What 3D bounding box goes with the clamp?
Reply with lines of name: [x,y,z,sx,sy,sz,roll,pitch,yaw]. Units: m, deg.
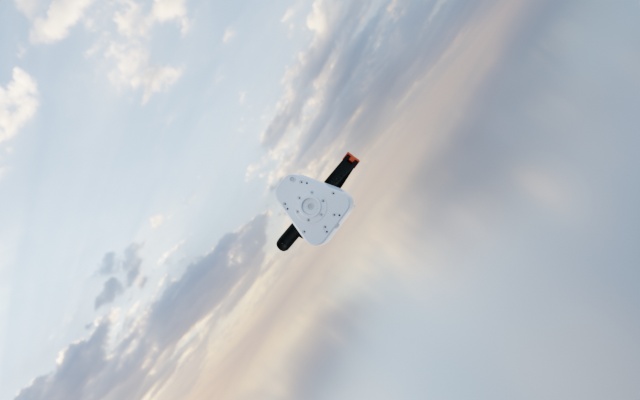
clamp: [0.000,0.002,0.895,0.036,0.210,0.164,37,3,5]
